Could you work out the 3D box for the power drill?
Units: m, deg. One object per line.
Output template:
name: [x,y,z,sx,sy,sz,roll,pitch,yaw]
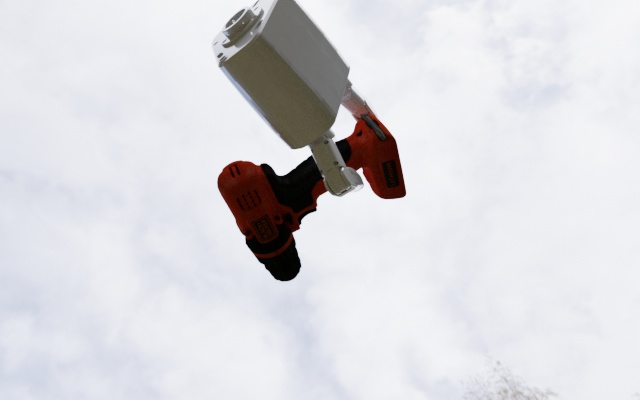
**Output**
power drill: [0.000,0.001,0.526,0.187,0.185,0.057,-28,48,-7]
